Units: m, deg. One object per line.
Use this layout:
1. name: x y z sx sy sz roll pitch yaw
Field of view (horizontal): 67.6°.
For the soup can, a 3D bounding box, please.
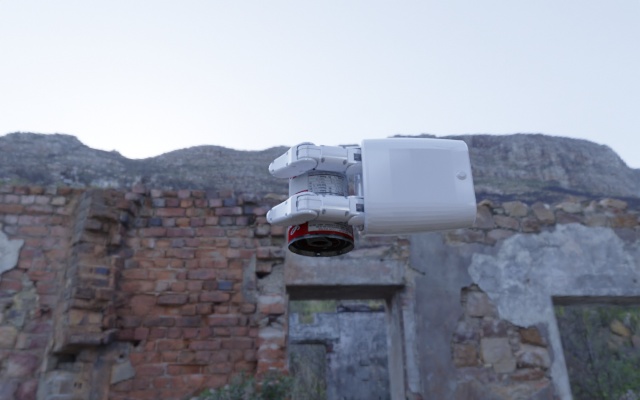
1. soup can: 0.000 0.001 0.506 0.068 0.102 0.068 -1 -23 0
